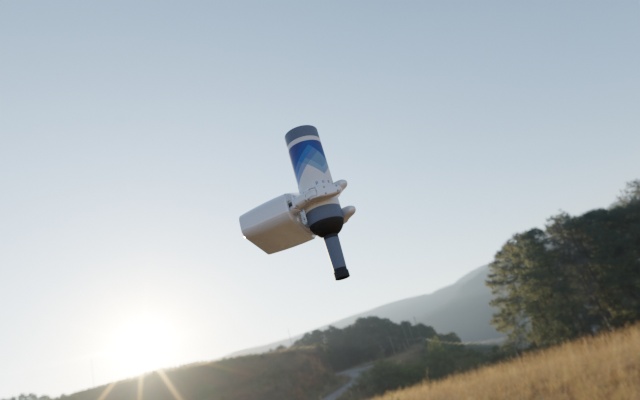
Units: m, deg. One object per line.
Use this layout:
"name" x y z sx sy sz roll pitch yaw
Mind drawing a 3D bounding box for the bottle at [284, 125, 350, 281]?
"bottle" 0.000 0.003 0.880 0.069 0.295 0.069 -14 -20 -5
